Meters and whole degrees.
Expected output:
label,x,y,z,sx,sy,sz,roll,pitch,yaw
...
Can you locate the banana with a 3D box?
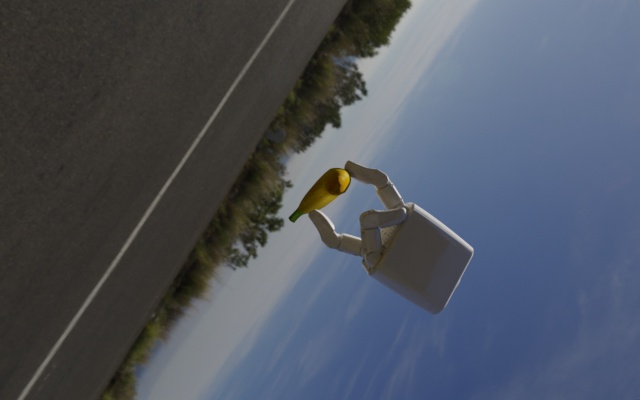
label,x,y,z,sx,sy,sz,roll,pitch,yaw
banana,0.008,-0.011,0.666,0.037,0.069,0.198,35,-23,-6
